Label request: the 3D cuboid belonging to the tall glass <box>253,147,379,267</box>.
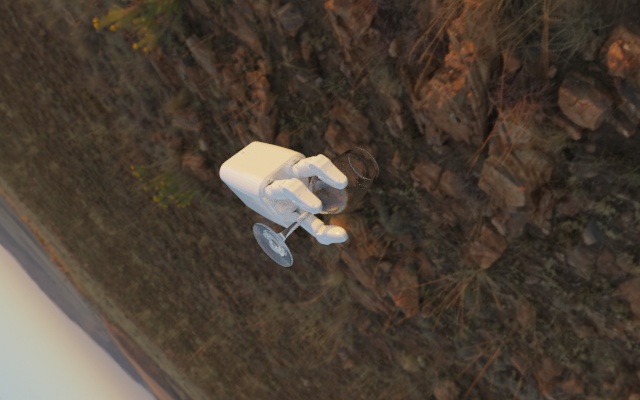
[{"bbox_3d":[0.000,0.003,0.688,0.201,0.079,0.079,-41,22,-28],"label":"tall glass"}]
